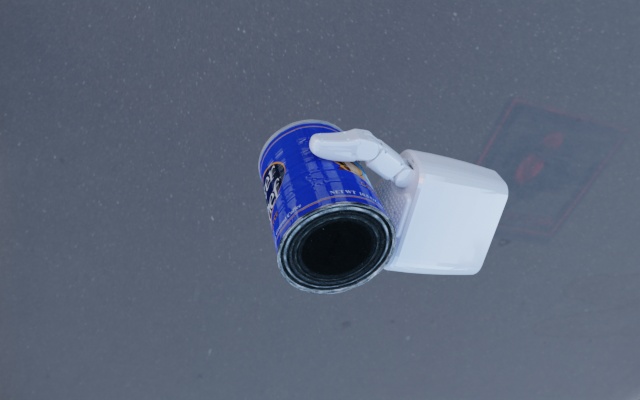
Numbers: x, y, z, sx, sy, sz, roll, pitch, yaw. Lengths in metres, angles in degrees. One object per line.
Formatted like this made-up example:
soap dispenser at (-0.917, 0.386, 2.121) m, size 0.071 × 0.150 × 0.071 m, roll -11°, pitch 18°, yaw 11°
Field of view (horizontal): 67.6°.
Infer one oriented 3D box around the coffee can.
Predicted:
coffee can at (0.000, 0.001, 0.451) m, size 0.103 × 0.103 × 0.140 m, roll 0°, pitch 37°, yaw -15°
